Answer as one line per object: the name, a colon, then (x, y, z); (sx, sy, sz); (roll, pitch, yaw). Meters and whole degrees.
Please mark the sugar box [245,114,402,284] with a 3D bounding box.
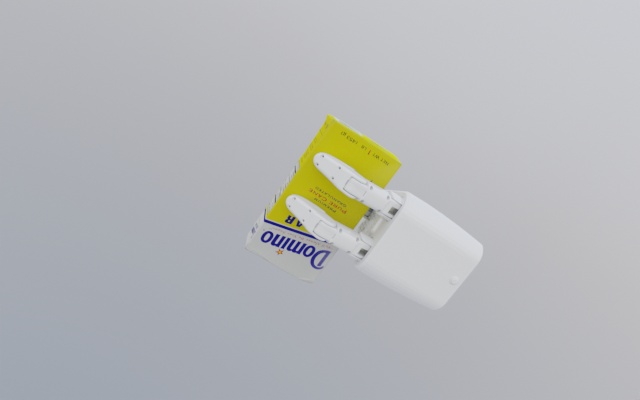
sugar box: (0.000, 0.002, 0.536); (0.093, 0.176, 0.048); (31, 13, -14)
